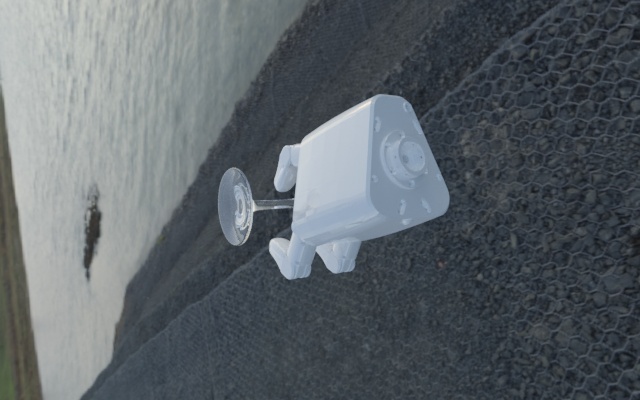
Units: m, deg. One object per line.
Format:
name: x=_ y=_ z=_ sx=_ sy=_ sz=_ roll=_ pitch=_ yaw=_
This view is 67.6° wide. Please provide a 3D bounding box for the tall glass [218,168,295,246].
tall glass: x=-0.001 y=0.002 z=0.507 sx=0.201 sy=0.079 sz=0.079 roll=-3 pitch=2 yaw=-35
